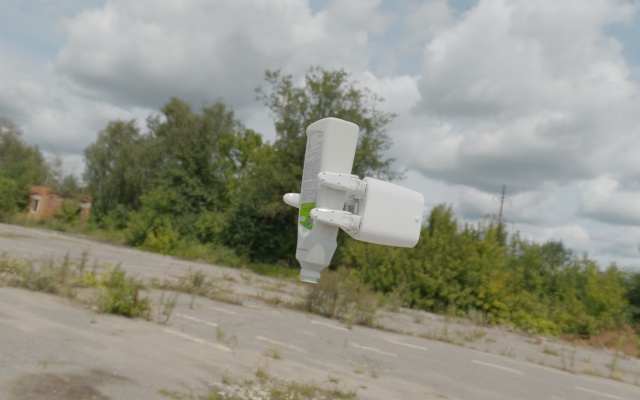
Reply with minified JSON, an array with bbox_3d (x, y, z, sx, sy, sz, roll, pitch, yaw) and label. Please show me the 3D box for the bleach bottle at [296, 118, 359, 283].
[{"bbox_3d":[0.000,0.002,0.754,0.068,0.251,0.102,13,-8,-22],"label":"bleach bottle"}]
